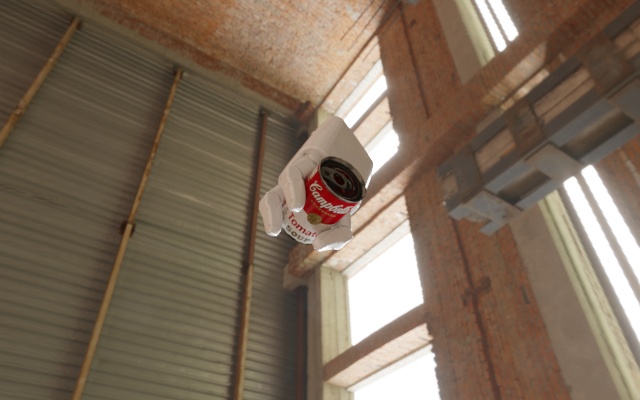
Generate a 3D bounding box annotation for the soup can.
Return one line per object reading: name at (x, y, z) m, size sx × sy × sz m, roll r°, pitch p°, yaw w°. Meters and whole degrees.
soup can at (0.000, 0.002, 0.599) m, size 0.068 × 0.068 × 0.102 m, roll 0°, pitch -34°, yaw -41°
